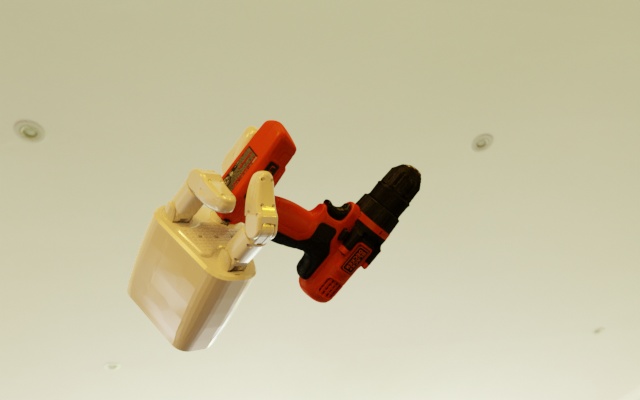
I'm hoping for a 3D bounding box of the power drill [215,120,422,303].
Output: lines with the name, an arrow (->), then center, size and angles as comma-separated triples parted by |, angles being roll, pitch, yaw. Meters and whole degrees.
power drill -> 0.000, 0.002, 0.494 | 0.188, 0.184, 0.057 | 37, 3, -31
